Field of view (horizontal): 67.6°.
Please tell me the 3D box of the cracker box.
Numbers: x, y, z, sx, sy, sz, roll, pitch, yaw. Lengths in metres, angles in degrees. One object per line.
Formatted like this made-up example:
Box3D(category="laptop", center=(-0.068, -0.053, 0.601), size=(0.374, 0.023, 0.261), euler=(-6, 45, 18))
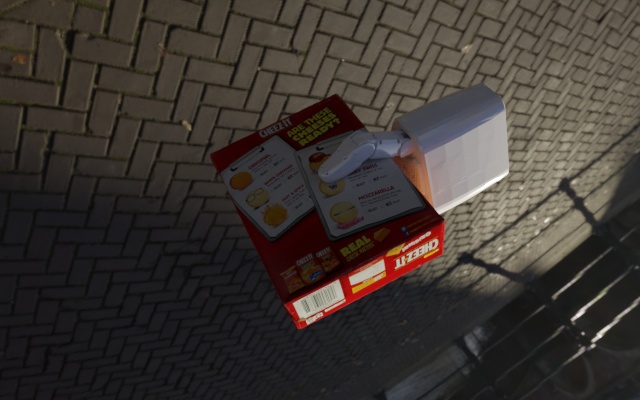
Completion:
Box3D(category="cracker box", center=(0.000, 0.002, 0.500), size=(0.164, 0.213, 0.072), euler=(-27, -38, -8))
